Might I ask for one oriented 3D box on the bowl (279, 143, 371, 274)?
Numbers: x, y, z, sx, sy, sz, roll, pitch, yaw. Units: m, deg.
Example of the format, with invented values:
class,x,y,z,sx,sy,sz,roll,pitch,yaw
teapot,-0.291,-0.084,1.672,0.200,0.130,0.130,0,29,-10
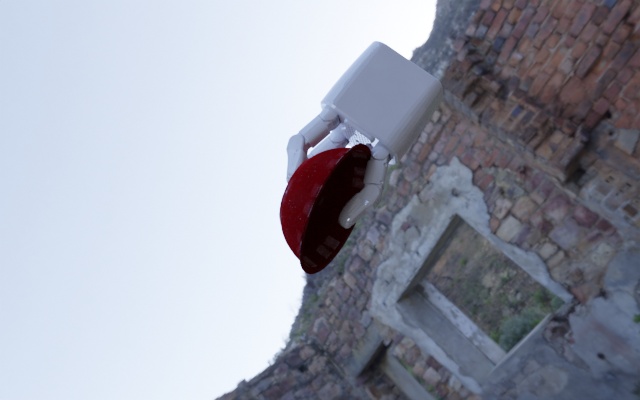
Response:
class,x,y,z,sx,sy,sz,roll,pitch,yaw
bowl,-0.001,0.003,0.555,0.055,0.162,0.162,24,9,21
